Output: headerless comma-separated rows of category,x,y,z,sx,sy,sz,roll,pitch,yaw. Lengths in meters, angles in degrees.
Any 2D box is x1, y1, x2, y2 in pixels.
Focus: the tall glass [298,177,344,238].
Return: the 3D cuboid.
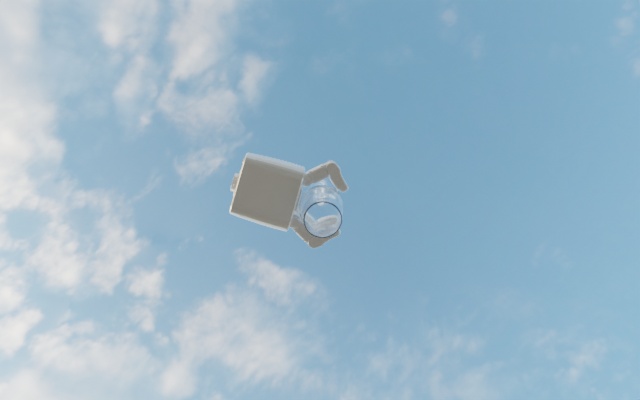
tall glass,0.000,0.003,0.848,0.079,0.079,0.201,0,17,-2
